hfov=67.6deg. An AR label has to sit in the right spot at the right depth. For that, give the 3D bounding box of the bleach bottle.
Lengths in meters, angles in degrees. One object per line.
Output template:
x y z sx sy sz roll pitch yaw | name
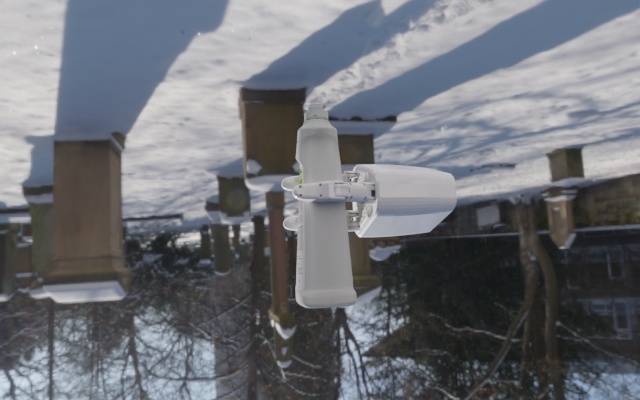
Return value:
0.000 0.002 0.597 0.068 0.251 0.102 -1 -7 -11 | bleach bottle
